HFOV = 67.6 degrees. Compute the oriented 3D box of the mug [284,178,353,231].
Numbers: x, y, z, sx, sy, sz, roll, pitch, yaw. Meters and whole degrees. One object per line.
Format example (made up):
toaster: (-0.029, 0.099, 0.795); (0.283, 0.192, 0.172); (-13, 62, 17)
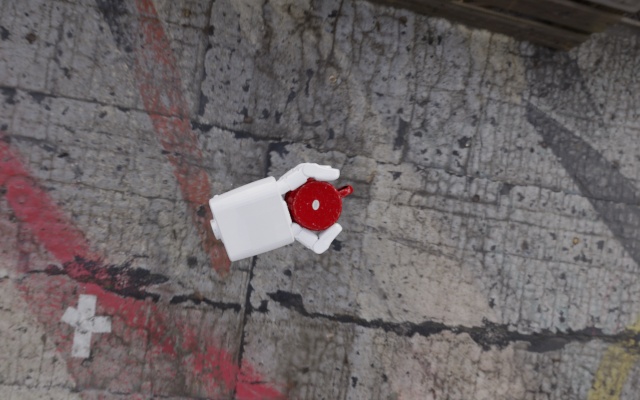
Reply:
mug: (0.002, 0.002, 0.789); (0.117, 0.093, 0.081); (-20, 5, -8)
